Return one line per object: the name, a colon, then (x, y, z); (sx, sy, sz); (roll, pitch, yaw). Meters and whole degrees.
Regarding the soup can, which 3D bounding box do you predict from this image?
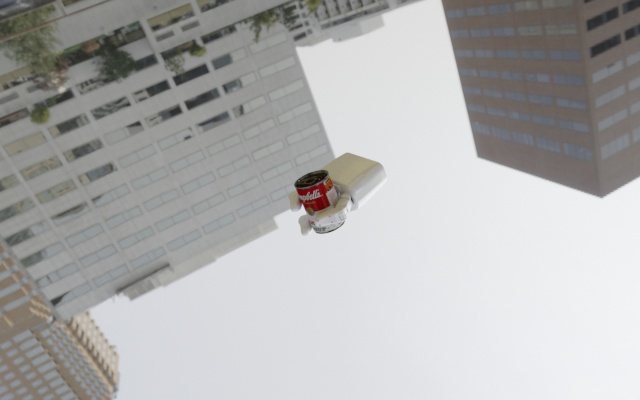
soup can: (0.000, 0.003, 0.895); (0.068, 0.102, 0.068); (-18, 24, 8)
